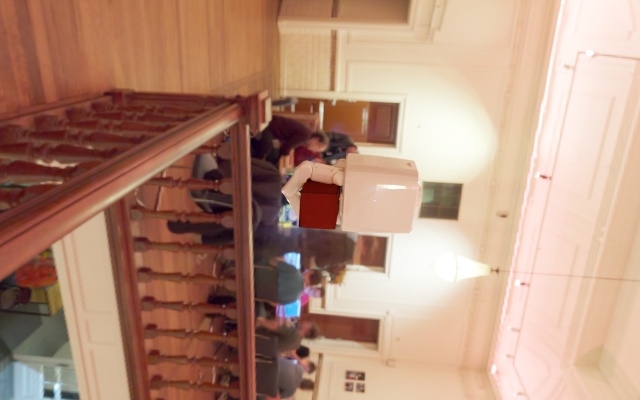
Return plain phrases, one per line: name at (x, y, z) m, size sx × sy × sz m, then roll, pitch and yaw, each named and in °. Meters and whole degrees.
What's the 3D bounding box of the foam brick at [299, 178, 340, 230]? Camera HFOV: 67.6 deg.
foam brick at (0.000, 0.002, 0.677) m, size 0.051 × 0.053 × 0.078 m, roll 5°, pitch 20°, yaw 4°
